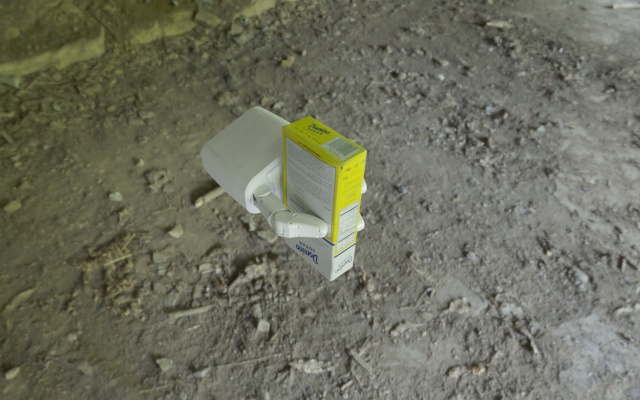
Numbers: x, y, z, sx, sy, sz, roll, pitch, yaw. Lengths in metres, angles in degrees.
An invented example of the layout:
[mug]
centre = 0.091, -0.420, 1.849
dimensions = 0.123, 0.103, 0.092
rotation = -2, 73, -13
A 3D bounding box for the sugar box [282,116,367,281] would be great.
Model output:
[sugar box]
centre = 0.000, 0.001, 0.554
dimensions = 0.048, 0.176, 0.093
rotation = -31, 51, -30
